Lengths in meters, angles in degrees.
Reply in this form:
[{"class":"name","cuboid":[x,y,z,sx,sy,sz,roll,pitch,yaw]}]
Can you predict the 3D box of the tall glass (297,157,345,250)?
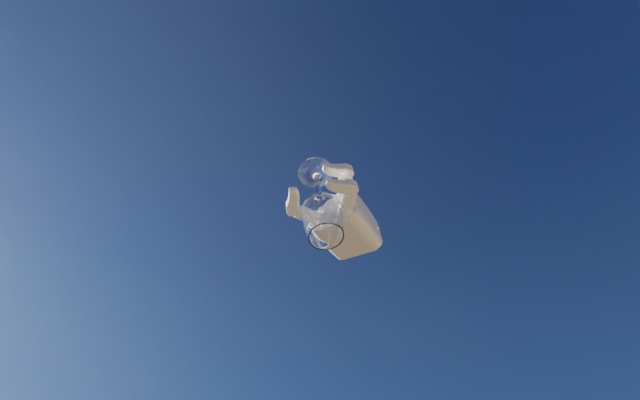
[{"class":"tall glass","cuboid":[0.000,0.002,0.886,0.079,0.079,0.201,0,36,-7]}]
